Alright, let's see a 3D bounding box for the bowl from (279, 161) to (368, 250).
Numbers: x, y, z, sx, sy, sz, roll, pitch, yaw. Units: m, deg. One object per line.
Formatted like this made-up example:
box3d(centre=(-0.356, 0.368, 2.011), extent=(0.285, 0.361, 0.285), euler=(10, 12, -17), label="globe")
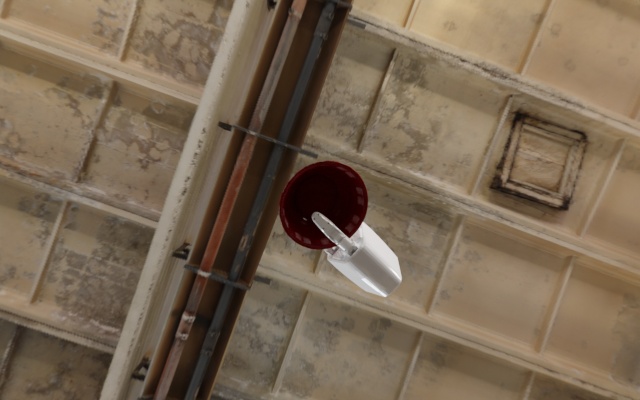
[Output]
box3d(centre=(-0.001, 0.002, 0.846), extent=(0.162, 0.162, 0.055), euler=(0, 18, -18), label="bowl")
